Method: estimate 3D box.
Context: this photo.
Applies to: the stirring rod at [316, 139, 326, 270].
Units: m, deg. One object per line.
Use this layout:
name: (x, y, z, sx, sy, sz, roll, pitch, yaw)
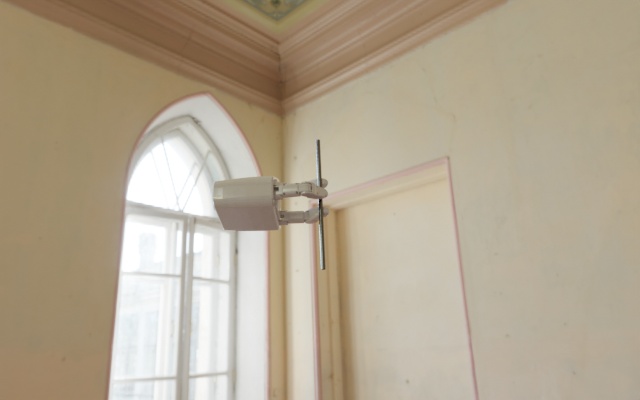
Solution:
stirring rod: (0.000, 0.003, 0.848, 0.011, 0.239, 0.011, -2, -18, -1)
